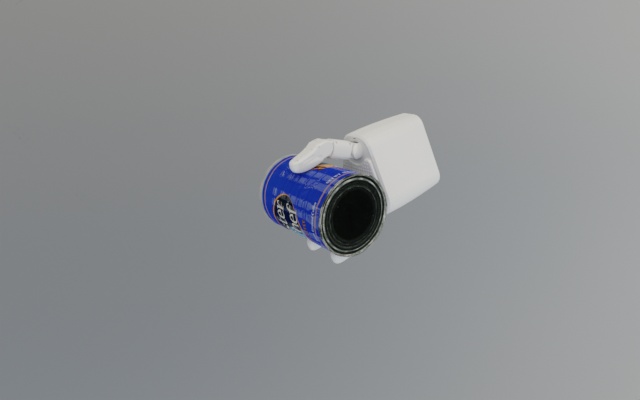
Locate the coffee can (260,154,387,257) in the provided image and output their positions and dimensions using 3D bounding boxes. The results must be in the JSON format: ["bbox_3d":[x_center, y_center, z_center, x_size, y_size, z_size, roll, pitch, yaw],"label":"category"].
[{"bbox_3d":[0.000,0.002,0.613,0.103,0.103,0.140,0,14,-37],"label":"coffee can"}]
